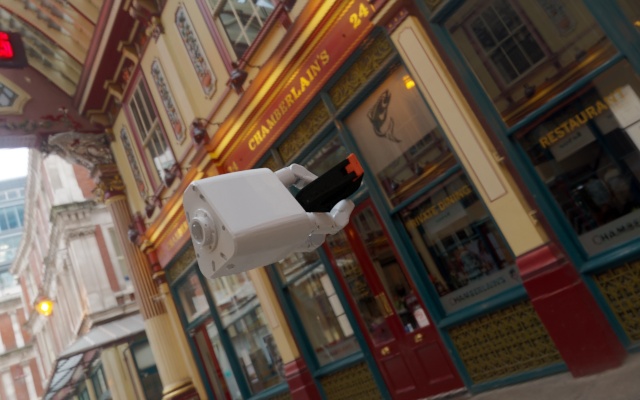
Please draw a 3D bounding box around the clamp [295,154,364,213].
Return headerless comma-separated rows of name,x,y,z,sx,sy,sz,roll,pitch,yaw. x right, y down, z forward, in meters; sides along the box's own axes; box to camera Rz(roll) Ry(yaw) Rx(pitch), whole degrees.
clamp,0.000,0.001,0.648,0.164,0.036,0.210,-16,-18,-44
